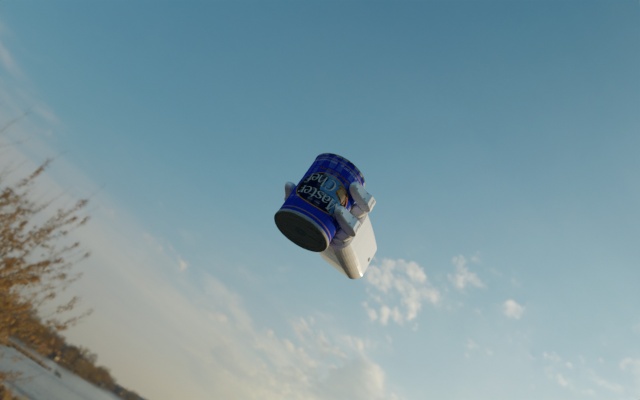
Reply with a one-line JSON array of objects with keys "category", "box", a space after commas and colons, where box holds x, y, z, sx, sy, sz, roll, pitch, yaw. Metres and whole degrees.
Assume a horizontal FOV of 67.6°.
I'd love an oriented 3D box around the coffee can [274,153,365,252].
[{"category": "coffee can", "box": [0.000, 0.003, 0.820, 0.103, 0.140, 0.103, 25, -31, 16]}]
